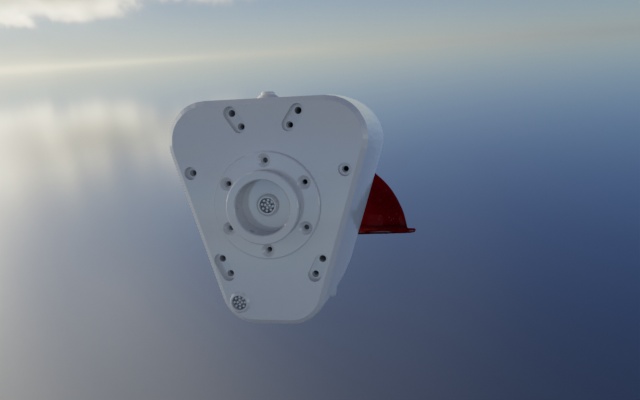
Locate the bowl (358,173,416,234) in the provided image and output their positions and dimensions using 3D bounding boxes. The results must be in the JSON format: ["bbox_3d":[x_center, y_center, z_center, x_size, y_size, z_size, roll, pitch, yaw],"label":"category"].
[{"bbox_3d":[0.000,0.001,0.415,0.162,0.055,0.162,0,-3,0],"label":"bowl"}]
